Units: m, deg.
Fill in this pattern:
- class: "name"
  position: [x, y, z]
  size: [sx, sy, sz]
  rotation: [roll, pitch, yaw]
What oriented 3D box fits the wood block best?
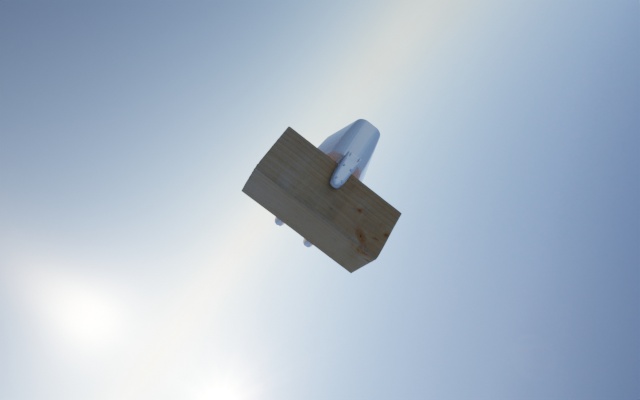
- class: "wood block"
  position: [0.001, 0.002, 0.696]
  size: [0.206, 0.090, 0.091]
  rotation: [37, -31, -4]
